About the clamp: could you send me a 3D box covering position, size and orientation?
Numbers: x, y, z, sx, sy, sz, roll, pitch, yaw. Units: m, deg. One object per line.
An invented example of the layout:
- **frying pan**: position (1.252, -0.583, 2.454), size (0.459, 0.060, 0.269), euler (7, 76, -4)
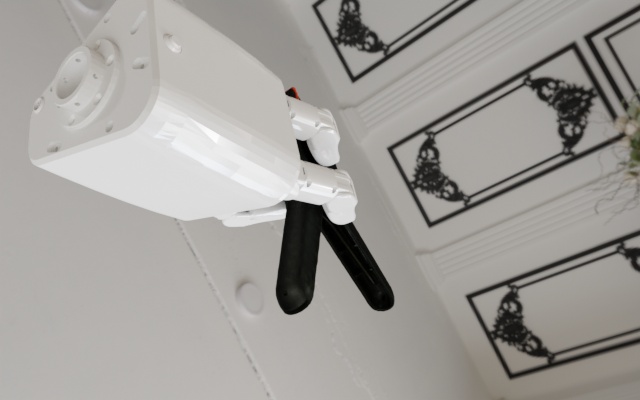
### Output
- **clamp**: position (-0.001, 0.001, 0.405), size (0.036, 0.210, 0.165), euler (-26, -29, 22)
